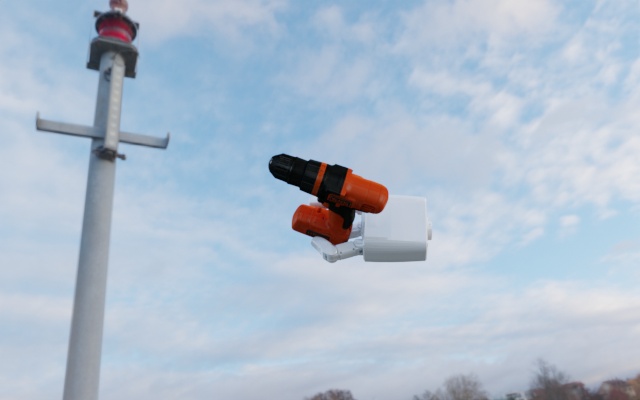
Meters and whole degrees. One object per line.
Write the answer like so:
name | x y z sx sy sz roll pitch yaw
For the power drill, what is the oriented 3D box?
power drill | 0.000 0.003 0.767 0.184 0.057 0.188 20 -25 0
